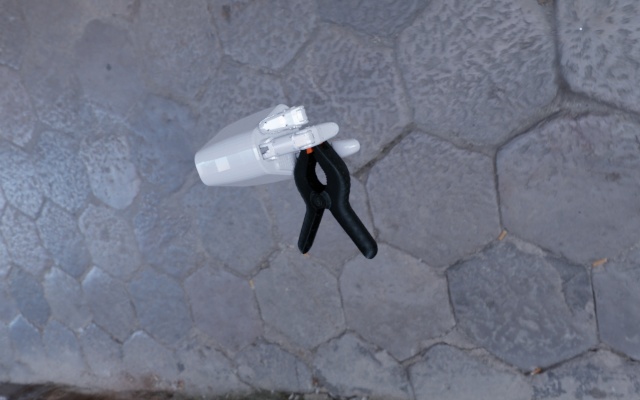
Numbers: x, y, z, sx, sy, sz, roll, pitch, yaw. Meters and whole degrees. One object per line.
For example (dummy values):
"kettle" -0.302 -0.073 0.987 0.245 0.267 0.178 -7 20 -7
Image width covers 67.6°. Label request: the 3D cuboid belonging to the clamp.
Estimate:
"clamp" 0.000 0.002 0.624 0.120 0.171 0.039 -12 12 31
